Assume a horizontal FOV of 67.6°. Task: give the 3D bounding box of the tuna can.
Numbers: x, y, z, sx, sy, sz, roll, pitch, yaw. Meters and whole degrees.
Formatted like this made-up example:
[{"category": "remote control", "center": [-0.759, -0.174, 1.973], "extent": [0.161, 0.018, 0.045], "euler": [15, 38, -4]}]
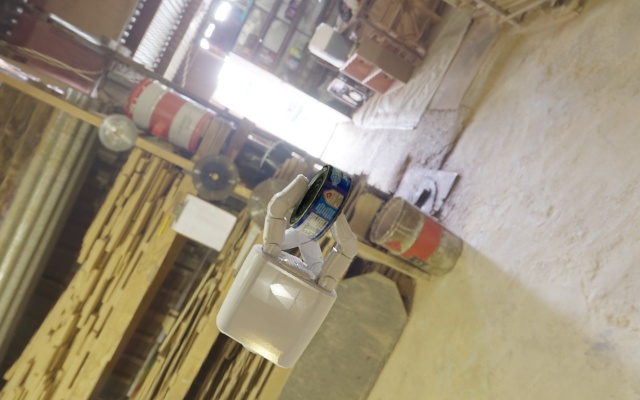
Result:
[{"category": "tuna can", "center": [0.000, 0.001, 0.547], "extent": [0.034, 0.086, 0.086], "euler": [32, -7, -12]}]
